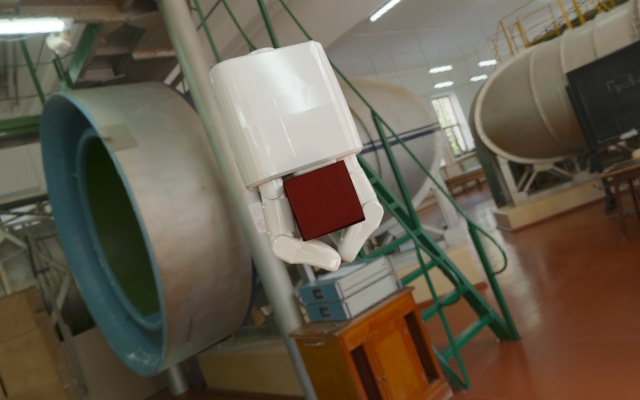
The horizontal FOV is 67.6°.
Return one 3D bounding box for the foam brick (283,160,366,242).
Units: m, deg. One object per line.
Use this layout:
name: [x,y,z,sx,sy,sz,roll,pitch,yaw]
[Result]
foam brick: [0.000,0.001,0.405,0.053,0.051,0.078,-20,0,-5]
